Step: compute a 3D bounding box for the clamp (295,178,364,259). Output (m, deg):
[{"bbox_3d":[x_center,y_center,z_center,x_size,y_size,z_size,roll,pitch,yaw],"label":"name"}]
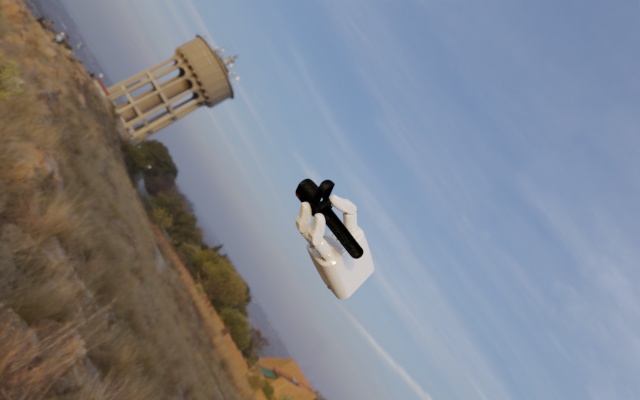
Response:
[{"bbox_3d":[0.001,0.002,0.893,0.036,0.165,0.210,-31,35,-14],"label":"clamp"}]
